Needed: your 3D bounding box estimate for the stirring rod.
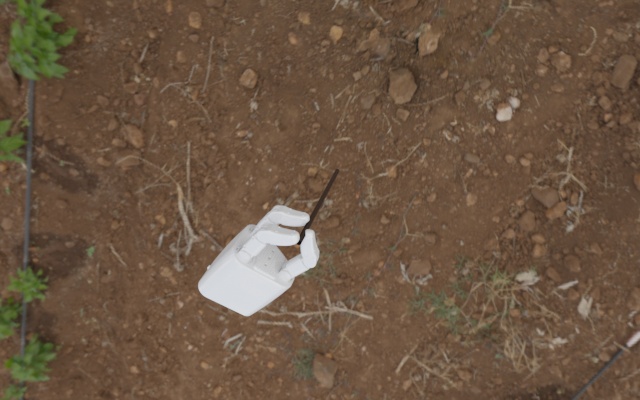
[{"bbox_3d":[0.000,0.003,0.773,0.011,0.011,0.239,0,28,17],"label":"stirring rod"}]
